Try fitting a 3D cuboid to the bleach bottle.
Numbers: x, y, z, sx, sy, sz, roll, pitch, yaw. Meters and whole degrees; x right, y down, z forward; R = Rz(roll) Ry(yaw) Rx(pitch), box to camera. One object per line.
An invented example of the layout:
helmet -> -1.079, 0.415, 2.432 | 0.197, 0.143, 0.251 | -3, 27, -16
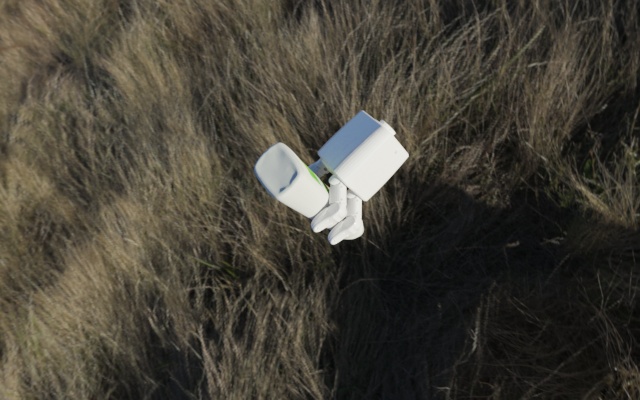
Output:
bleach bottle -> 0.000, 0.003, 0.805 | 0.251, 0.068, 0.102 | 37, 11, -50
